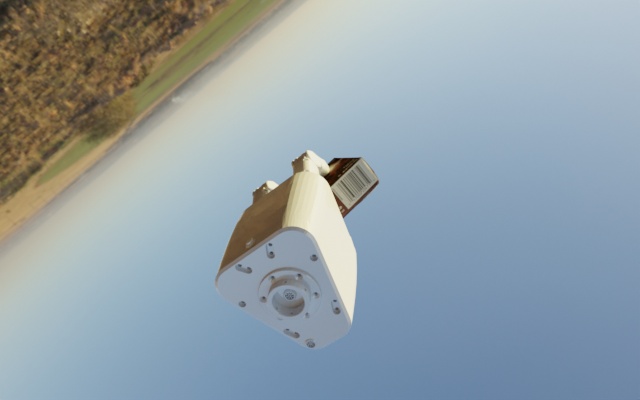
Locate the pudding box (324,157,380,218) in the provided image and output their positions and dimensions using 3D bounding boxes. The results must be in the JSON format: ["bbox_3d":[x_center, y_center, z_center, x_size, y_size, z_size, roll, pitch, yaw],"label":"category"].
[{"bbox_3d":[0.000,0.002,0.520,0.113,0.039,0.090,-42,15,-10],"label":"pudding box"}]
